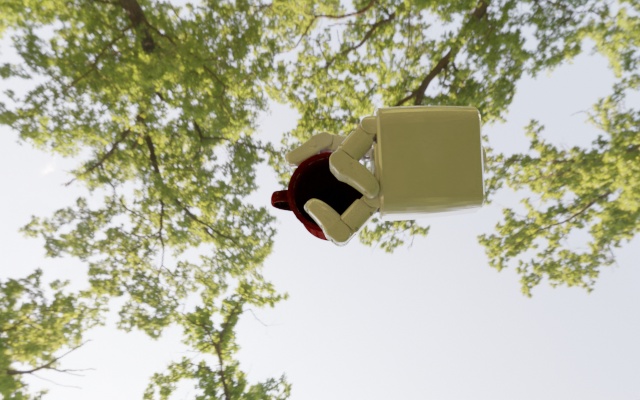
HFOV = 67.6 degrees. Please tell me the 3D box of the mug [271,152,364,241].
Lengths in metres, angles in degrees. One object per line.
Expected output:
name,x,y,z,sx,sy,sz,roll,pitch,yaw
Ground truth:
mug,-0.001,0.002,0.562,0.117,0.093,0.081,-3,-16,2
